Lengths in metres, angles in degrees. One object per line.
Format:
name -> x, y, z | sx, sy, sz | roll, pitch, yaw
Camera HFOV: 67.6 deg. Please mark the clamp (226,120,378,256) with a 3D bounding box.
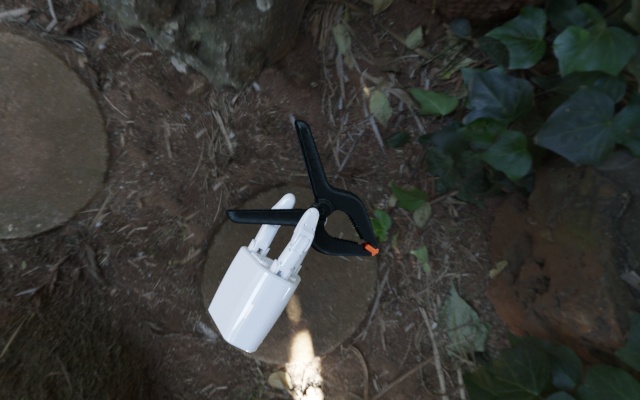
clamp -> 0.001, 0.003, 0.656 | 0.210, 0.164, 0.036 | 31, 0, -13
